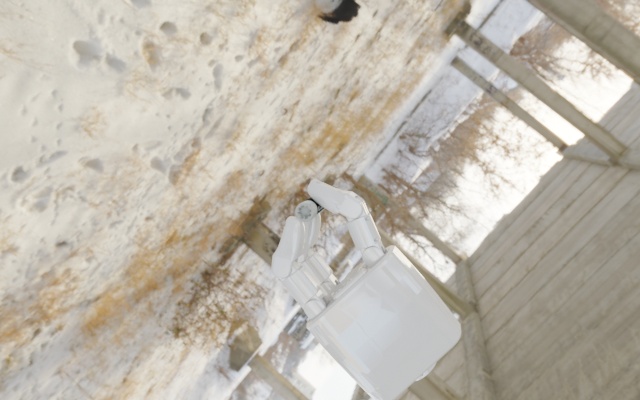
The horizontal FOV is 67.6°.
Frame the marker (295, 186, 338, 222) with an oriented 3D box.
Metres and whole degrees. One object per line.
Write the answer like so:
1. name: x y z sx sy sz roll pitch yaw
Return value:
1. marker: 0.000 0.002 0.510 0.020 0.020 0.121 0 9 15
